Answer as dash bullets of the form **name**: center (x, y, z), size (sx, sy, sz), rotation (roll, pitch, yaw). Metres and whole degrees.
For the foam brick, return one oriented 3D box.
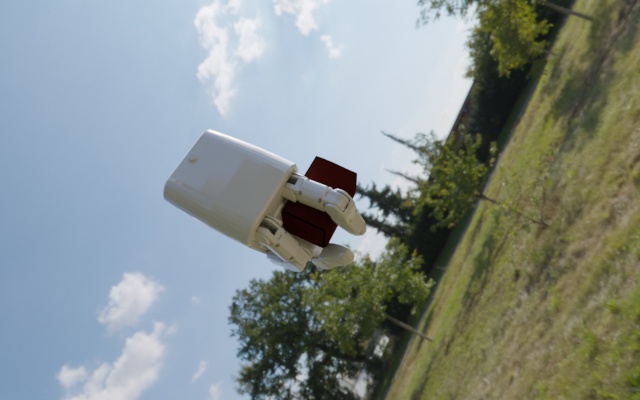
- **foam brick**: center (0.000, 0.002, 0.516), size (0.051, 0.078, 0.053), rotation (25, -25, 12)
